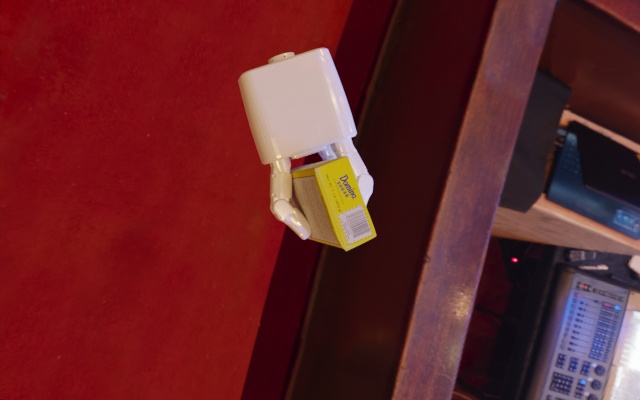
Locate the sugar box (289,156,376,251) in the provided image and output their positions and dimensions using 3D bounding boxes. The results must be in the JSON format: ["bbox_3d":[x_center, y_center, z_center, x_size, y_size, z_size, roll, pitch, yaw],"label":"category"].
[{"bbox_3d":[0.001,0.002,0.569,0.048,0.093,0.176,-21,8,-14],"label":"sugar box"}]
